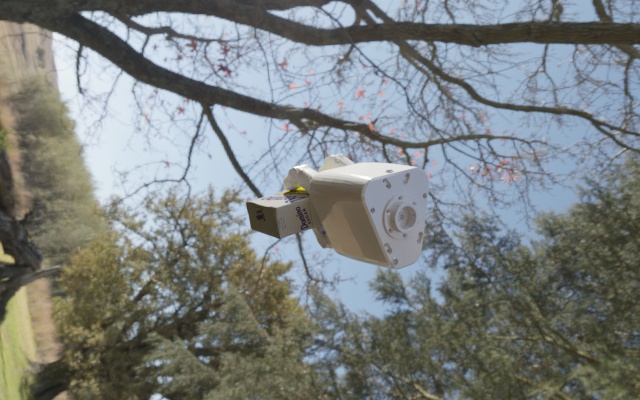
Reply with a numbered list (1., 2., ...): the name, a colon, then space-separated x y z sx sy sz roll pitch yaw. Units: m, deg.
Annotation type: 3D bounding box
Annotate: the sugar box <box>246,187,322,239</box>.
1. sugar box: 0.000 0.002 0.635 0.176 0.048 0.093 -14 11 -29
